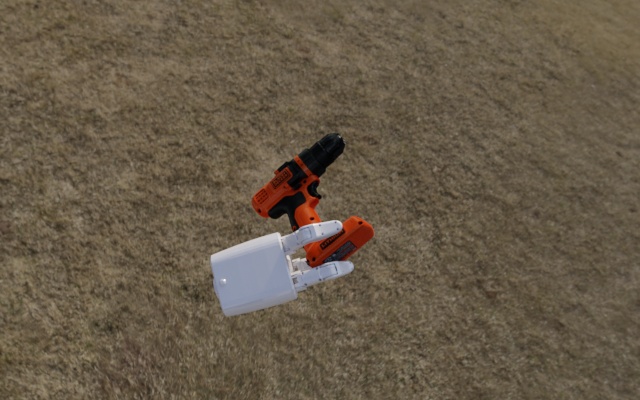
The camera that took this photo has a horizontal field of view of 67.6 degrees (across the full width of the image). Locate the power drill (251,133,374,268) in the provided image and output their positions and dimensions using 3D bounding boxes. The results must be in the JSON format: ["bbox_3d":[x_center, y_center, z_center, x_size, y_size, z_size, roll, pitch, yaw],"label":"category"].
[{"bbox_3d":[0.000,0.003,0.737,0.187,0.184,0.057,53,7,35],"label":"power drill"}]
